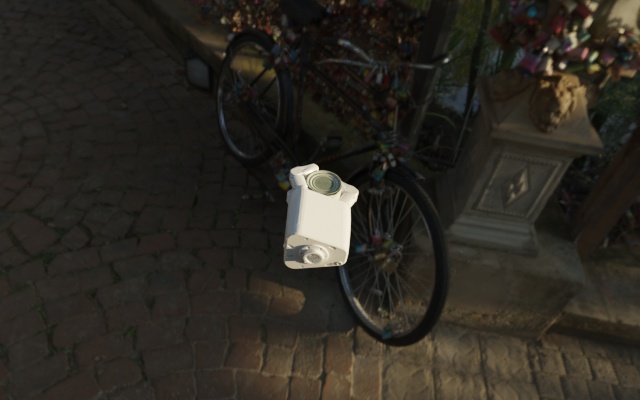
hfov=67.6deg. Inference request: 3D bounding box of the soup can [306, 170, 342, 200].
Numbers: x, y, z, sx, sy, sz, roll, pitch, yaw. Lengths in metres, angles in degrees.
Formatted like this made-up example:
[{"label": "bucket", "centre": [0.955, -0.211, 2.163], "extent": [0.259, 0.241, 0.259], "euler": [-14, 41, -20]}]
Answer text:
[{"label": "soup can", "centre": [0.000, 0.002, 0.893], "extent": [0.068, 0.102, 0.068], "euler": [5, 44, -5]}]
